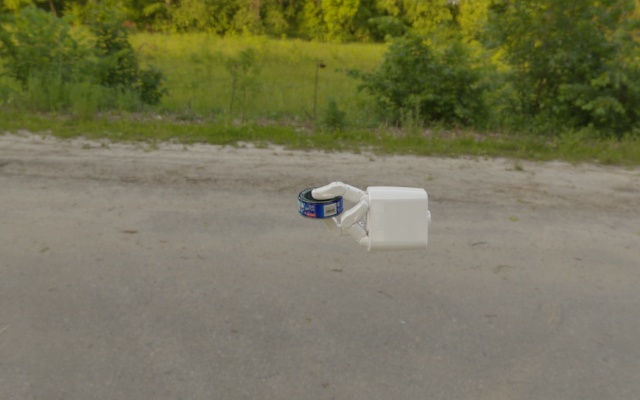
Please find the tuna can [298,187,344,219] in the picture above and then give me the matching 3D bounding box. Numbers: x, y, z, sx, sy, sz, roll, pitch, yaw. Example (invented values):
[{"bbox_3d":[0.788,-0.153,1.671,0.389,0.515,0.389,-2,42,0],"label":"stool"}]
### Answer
[{"bbox_3d":[0.000,0.003,0.896,0.086,0.034,0.086,-3,22,1],"label":"tuna can"}]
